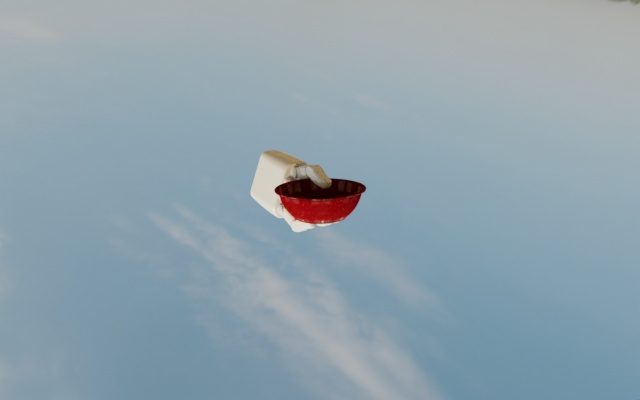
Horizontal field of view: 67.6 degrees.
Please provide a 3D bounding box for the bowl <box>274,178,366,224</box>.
[{"bbox_3d":[0.001,0.003,0.842,0.162,0.055,0.162,-1,14,0],"label":"bowl"}]
